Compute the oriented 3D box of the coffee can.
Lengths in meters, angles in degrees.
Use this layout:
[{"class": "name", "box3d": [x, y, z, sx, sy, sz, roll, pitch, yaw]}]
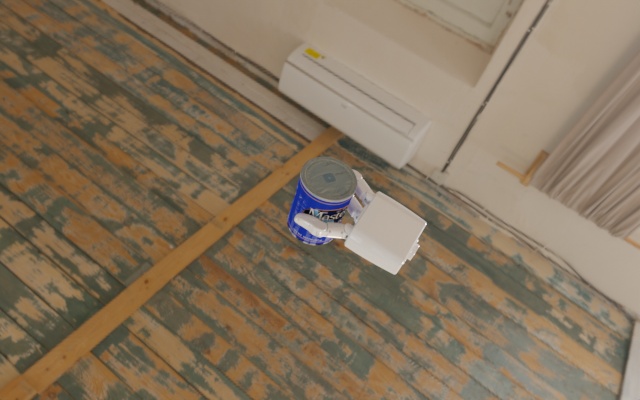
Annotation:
[{"class": "coffee can", "box3d": [0.000, 0.003, 0.888, 0.103, 0.102, 0.140, 0, -38, -17]}]
